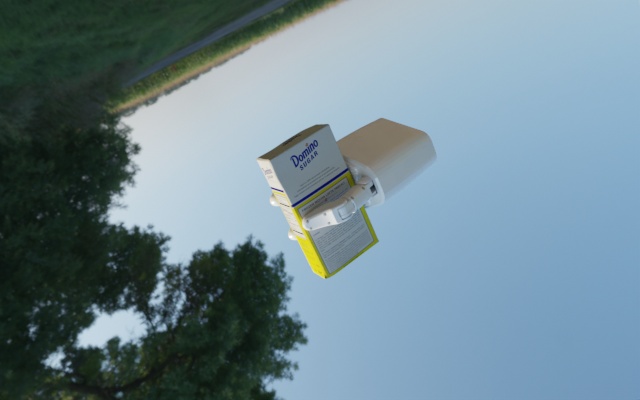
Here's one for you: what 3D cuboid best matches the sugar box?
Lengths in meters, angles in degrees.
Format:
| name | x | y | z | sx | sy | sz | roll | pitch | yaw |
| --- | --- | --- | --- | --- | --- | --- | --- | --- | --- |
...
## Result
| name | x | y | z | sx | sy | sz | roll | pitch | yaw |
| --- | --- | --- | --- | --- | --- | --- | --- | --- | --- |
| sugar box | 0.000 | 0.002 | 0.604 | 0.093 | 0.176 | 0.048 | -34 | 21 | -22 |
